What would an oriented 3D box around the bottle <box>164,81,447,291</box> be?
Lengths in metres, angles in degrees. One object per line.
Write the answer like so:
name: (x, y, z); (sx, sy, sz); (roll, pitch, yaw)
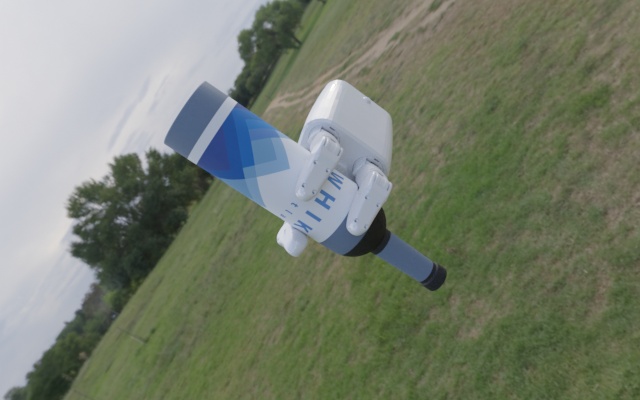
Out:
bottle: (0.000, 0.001, 0.452); (0.296, 0.069, 0.069); (34, -9, -13)
